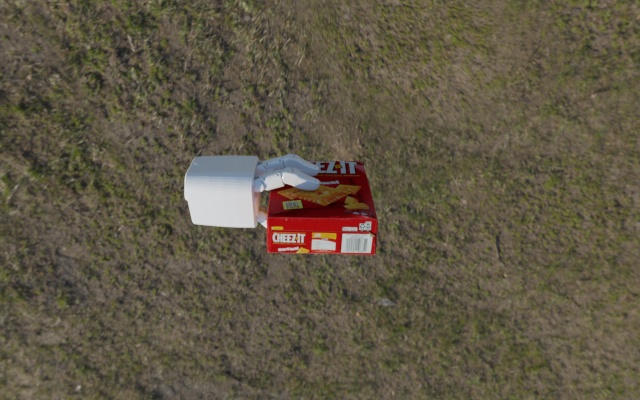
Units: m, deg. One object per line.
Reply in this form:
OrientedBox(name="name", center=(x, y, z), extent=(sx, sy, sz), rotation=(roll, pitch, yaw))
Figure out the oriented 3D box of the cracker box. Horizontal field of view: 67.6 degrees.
OrientedBox(name="cracker box", center=(0.000, 0.003, 0.786), extent=(0.164, 0.072, 0.213), rotation=(1, 28, -2))
